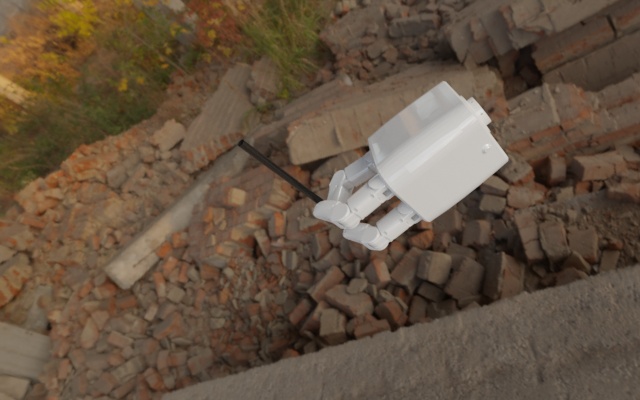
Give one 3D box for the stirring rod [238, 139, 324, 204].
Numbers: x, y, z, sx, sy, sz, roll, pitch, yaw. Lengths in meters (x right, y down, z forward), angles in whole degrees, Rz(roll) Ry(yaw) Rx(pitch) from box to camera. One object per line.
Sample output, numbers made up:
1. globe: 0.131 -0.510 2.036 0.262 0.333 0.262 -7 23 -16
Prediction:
1. stirring rod: 0.000 0.002 0.531 0.011 0.011 0.240 0 -28 46
